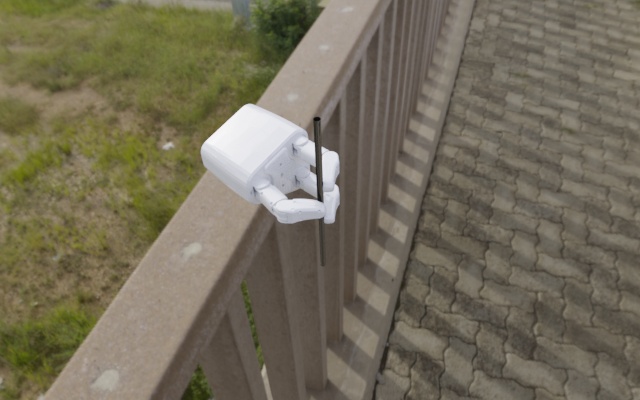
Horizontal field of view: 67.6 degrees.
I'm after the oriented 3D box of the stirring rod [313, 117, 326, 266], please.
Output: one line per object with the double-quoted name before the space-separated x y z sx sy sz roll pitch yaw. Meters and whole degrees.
"stirring rod" 0.000 0.002 0.578 0.011 0.240 0.011 -1 44 1
